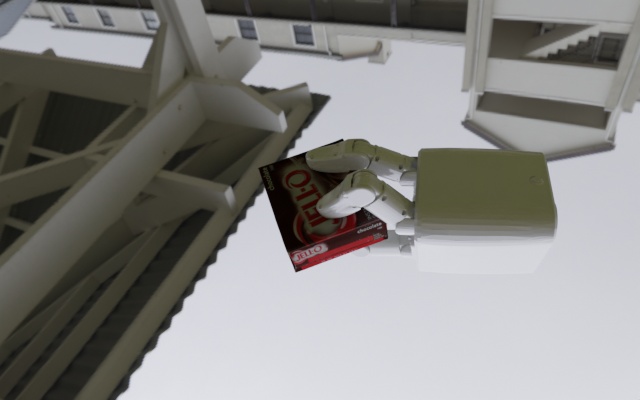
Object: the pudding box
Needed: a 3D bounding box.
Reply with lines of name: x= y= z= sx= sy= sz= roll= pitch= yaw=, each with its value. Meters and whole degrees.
pudding box: x=0.000 y=0.002 z=0.441 sx=0.090 sy=0.039 sz=0.113 roll=-19 pitch=46 yaw=-6
